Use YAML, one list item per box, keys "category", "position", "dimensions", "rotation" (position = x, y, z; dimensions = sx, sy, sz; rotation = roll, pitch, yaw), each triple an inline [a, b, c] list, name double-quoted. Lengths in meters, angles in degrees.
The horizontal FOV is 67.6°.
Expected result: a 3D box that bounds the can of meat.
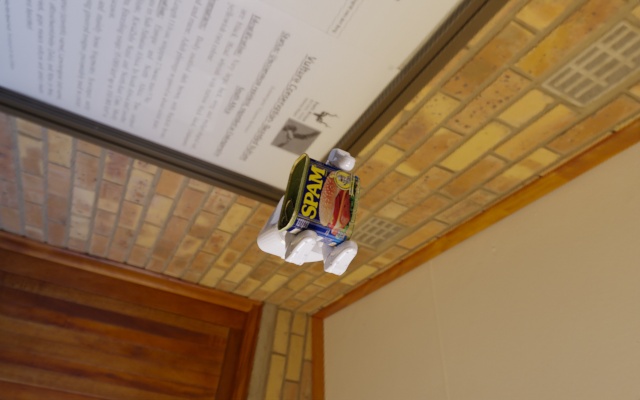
- category: "can of meat"
  position: [0.000, 0.002, 0.617]
  dimensions: [0.084, 0.102, 0.057]
  rotation: [20, -23, -19]
